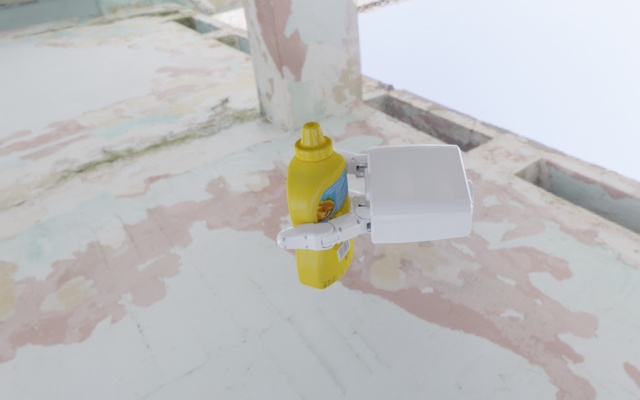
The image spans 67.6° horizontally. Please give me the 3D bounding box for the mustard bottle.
[{"bbox_3d":[0.000,0.002,0.544,0.058,0.192,0.096,12,38,26],"label":"mustard bottle"}]
